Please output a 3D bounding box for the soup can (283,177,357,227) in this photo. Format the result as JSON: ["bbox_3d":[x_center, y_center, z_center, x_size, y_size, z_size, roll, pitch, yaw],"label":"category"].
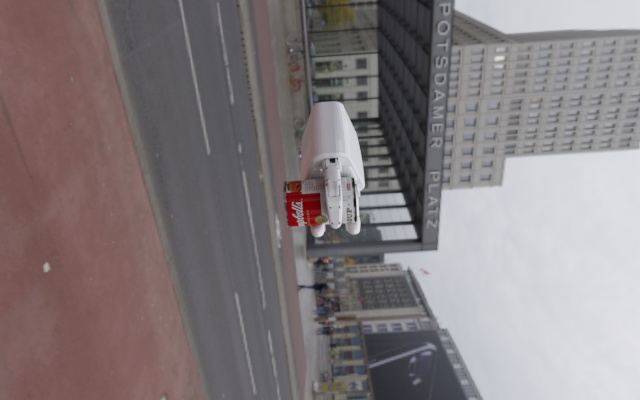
[{"bbox_3d":[0.000,0.003,0.697,0.102,0.068,0.068,-4,0,1],"label":"soup can"}]
